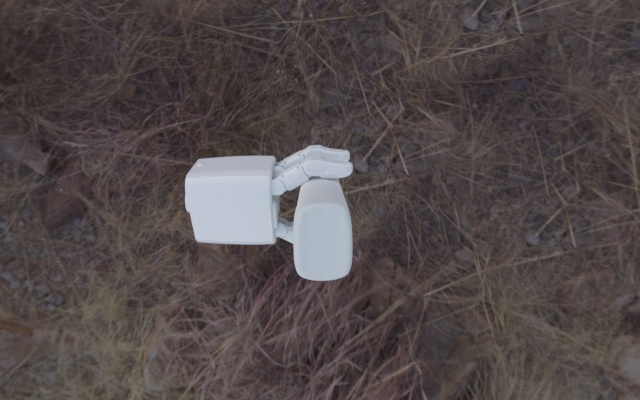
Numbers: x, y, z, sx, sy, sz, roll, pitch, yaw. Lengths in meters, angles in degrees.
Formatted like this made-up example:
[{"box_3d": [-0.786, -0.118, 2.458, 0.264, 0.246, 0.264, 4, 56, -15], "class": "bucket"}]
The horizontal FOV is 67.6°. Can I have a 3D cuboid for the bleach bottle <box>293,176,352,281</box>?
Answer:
[{"box_3d": [0.000, 0.002, 0.651, 0.068, 0.103, 0.250, -1, 21, -1], "class": "bleach bottle"}]
